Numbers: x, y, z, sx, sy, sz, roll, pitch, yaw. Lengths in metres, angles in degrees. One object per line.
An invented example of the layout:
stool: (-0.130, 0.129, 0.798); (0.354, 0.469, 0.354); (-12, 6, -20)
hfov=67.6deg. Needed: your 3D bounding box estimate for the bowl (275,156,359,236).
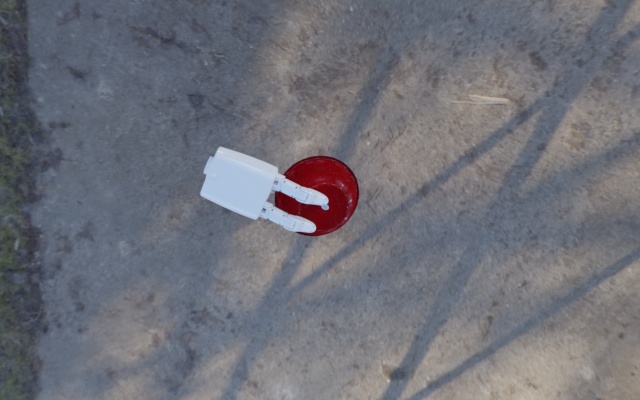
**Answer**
bowl: (0.002, 0.003, 0.868); (0.162, 0.162, 0.055); (0, 22, -14)
